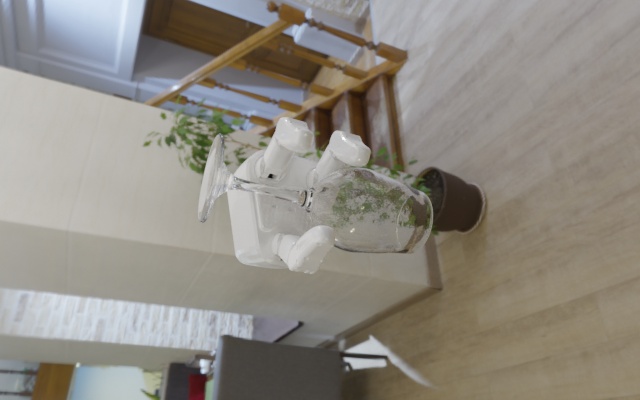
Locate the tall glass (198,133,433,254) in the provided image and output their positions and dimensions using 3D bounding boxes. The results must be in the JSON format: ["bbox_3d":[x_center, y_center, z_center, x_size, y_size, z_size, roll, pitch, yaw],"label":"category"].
[{"bbox_3d":[-0.001,0.001,0.425,0.201,0.079,0.079,12,-5,-22],"label":"tall glass"}]
